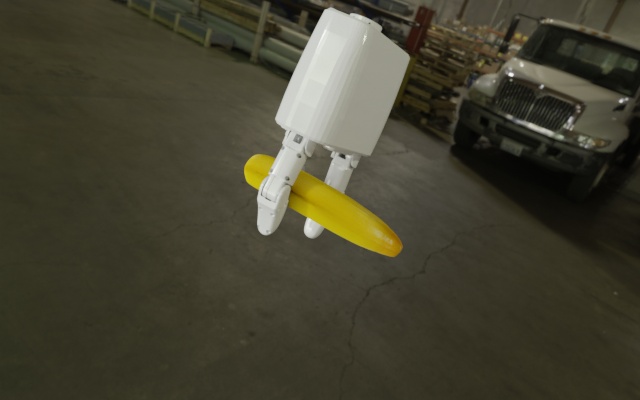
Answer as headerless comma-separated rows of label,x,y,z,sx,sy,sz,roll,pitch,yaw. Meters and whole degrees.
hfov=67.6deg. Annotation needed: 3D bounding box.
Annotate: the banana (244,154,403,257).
banana,-0.012,-0.005,0.456,0.197,0.037,0.070,28,0,33
